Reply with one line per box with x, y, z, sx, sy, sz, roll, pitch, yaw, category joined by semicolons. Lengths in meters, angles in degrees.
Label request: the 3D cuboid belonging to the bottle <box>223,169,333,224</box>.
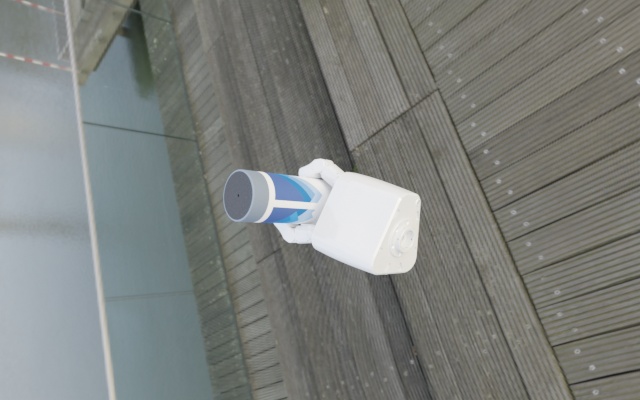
0.000;0.002;0.704;0.296;0.069;0.069;5;-3;-45;bottle
